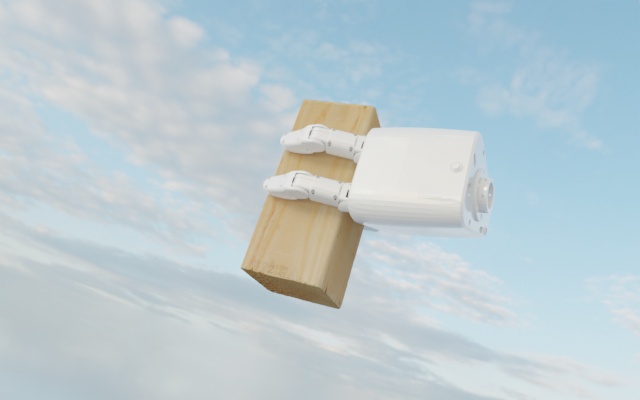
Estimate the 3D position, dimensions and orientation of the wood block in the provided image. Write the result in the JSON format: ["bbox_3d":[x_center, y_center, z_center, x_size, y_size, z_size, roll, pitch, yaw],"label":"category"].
[{"bbox_3d":[0.001,0.002,0.531,0.090,0.206,0.091,10,-23,21],"label":"wood block"}]
